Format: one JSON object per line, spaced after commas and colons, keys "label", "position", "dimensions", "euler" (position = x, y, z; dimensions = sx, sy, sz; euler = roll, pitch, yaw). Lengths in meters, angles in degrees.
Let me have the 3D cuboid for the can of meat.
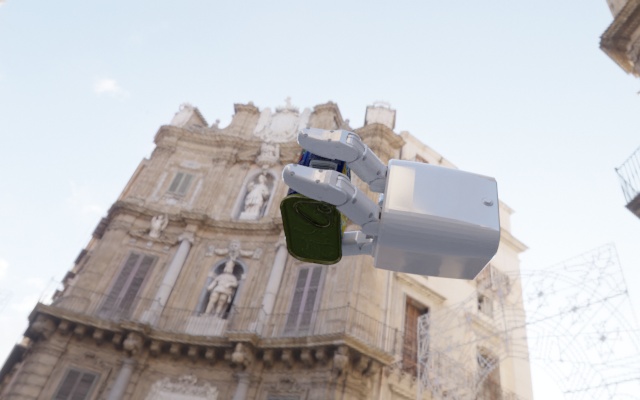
{"label": "can of meat", "position": [0.000, 0.001, 0.487], "dimensions": [0.057, 0.084, 0.102], "euler": [6, -41, 10]}
